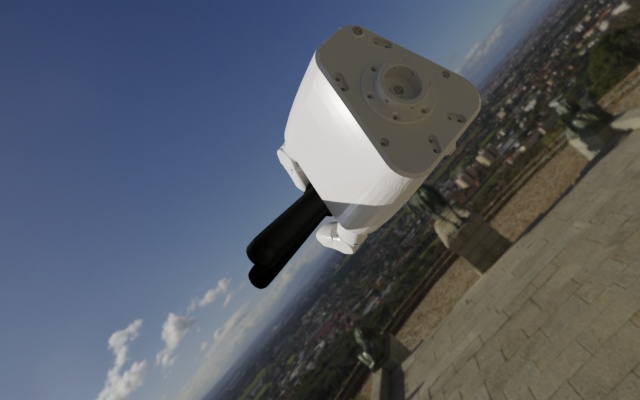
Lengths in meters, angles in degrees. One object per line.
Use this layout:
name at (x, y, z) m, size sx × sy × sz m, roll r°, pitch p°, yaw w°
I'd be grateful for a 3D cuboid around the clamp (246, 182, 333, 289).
clamp at (0.000, 0.001, 0.458) m, size 0.036 × 0.210 × 0.165 m, roll 41°, pitch -24°, yaw 4°
